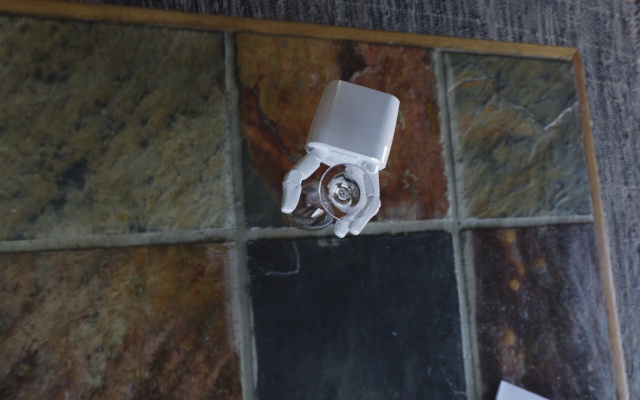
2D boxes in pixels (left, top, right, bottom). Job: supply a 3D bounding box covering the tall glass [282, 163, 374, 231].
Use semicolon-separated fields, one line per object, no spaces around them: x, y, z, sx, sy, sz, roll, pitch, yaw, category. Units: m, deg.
0.000;0.002;0.685;0.079;0.079;0.201;0;-8;-20;tall glass
